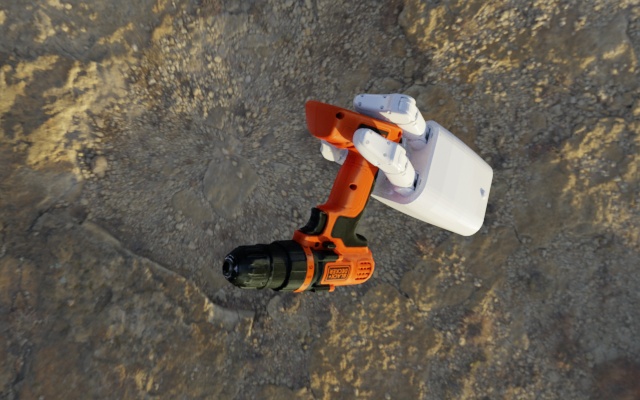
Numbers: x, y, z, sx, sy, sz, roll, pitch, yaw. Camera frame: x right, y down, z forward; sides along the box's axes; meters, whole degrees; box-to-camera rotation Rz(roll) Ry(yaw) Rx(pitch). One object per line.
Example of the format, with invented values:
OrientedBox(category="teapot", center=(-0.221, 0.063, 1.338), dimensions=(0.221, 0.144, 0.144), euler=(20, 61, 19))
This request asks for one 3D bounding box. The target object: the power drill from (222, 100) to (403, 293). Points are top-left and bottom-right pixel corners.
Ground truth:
OrientedBox(category="power drill", center=(0.000, 0.001, 0.474), dimensions=(0.184, 0.188, 0.057), euler=(5, 16, -45))
